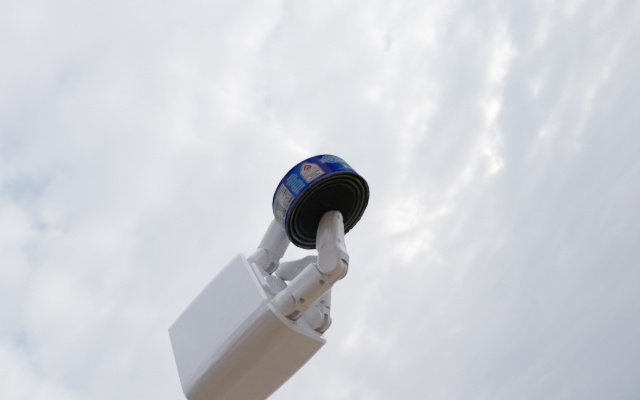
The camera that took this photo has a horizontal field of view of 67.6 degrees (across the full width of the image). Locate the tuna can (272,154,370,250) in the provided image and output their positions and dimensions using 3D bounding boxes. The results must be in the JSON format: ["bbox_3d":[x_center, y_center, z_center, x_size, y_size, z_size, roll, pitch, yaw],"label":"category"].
[{"bbox_3d":[0.000,0.001,0.431,0.086,0.086,0.033,0,36,-38],"label":"tuna can"}]
